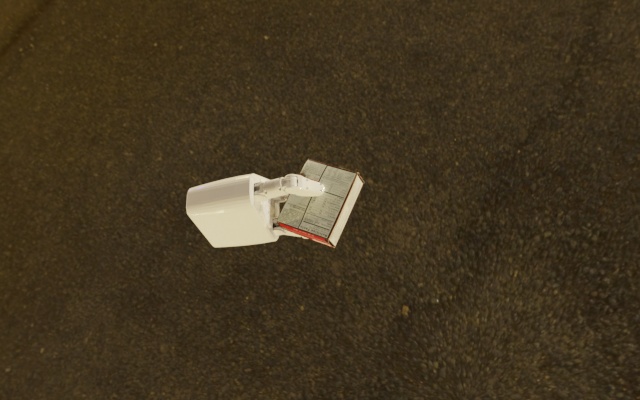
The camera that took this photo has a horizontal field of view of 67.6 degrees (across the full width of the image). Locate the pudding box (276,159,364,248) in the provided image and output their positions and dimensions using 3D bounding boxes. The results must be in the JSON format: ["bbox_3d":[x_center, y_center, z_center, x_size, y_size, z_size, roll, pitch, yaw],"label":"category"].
[{"bbox_3d":[0.000,0.002,0.699,0.090,0.113,0.039,18,-15,25],"label":"pudding box"}]
